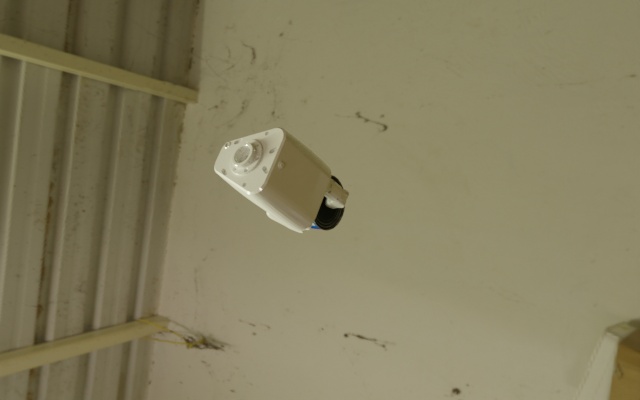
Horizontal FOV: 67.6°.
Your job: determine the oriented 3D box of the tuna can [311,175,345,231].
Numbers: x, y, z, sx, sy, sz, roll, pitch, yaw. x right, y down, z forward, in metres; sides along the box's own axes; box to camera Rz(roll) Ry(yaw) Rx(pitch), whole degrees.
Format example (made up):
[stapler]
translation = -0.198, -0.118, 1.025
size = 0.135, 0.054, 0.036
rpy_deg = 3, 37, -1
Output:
[tuna can]
translation = 0.000, 0.002, 0.741
size = 0.034, 0.086, 0.086
rpy_deg = 4, 2, 39
